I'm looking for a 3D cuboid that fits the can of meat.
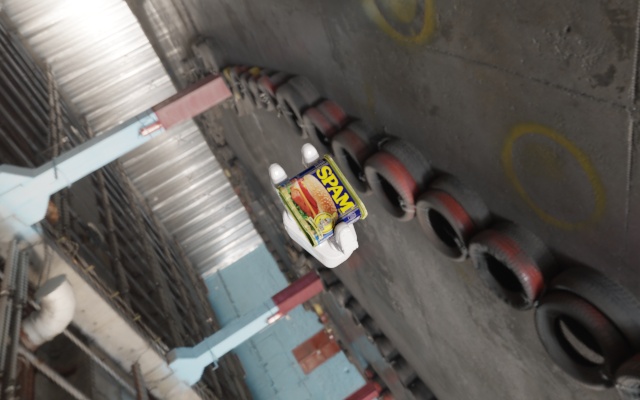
[{"bbox_3d":[0.000,0.002,0.656,0.084,0.102,0.057,-32,-9,-9],"label":"can of meat"}]
